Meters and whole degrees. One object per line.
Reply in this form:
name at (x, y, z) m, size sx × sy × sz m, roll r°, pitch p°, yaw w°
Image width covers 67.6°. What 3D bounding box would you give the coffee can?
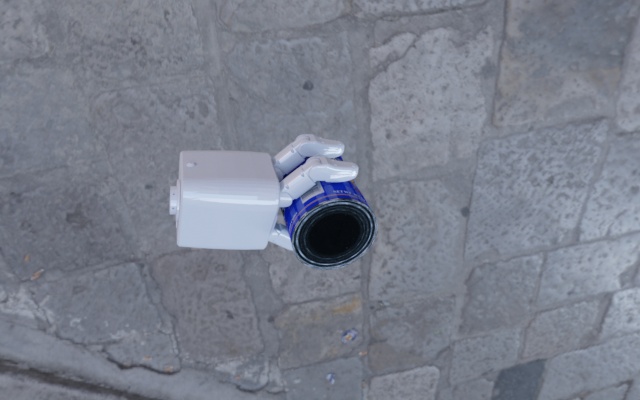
coffee can at (0.000, 0.002, 0.598) m, size 0.103 × 0.103 × 0.140 m, roll 0°, pitch 34°, yaw -17°
